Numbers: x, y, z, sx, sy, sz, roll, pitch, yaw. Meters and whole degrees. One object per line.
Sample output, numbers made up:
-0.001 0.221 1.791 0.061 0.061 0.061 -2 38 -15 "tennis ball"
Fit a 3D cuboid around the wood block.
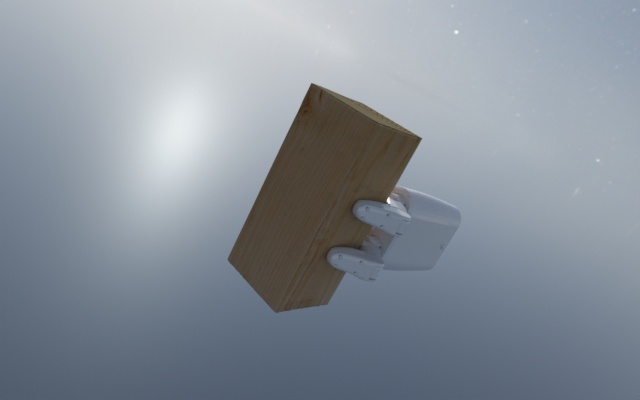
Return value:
0.000 0.001 0.488 0.090 0.206 0.090 39 20 34 "wood block"
